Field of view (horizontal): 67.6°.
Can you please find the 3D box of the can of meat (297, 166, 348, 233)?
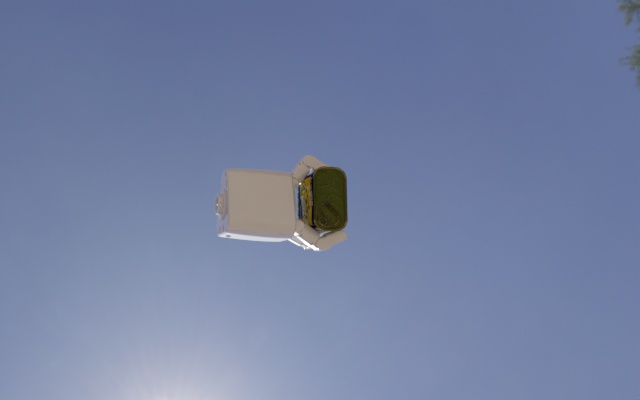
[{"bbox_3d":[0.000,0.003,0.781,0.057,0.102,0.084,2,-9,-23],"label":"can of meat"}]
